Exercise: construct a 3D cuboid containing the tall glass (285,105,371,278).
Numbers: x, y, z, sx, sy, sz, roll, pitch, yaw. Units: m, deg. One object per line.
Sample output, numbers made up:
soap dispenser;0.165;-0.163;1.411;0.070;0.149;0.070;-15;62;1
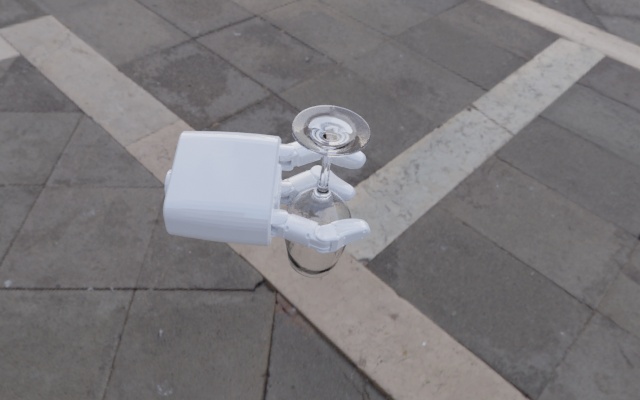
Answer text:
tall glass;0.000;0.001;0.514;0.079;0.079;0.201;0;-43;-7
